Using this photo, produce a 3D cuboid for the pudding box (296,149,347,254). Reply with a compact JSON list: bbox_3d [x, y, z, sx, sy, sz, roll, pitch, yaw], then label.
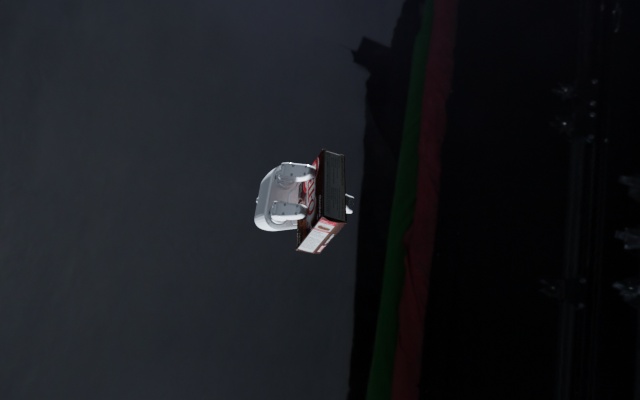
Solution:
[{"bbox_3d":[0.000,0.002,0.642,0.039,0.113,0.090,12,-37,-19],"label":"pudding box"}]
